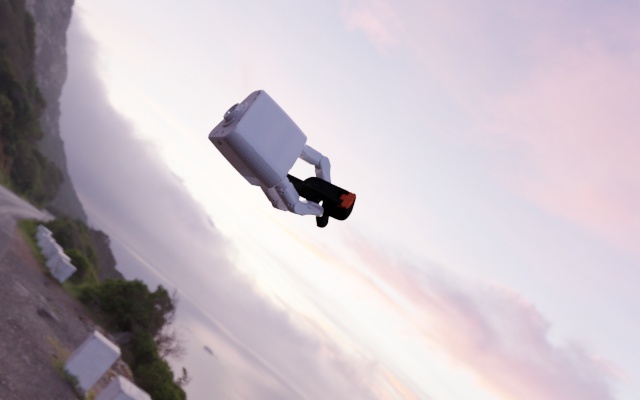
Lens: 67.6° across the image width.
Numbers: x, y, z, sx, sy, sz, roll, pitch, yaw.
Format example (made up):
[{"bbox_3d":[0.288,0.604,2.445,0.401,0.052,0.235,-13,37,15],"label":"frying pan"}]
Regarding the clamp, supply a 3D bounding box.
[{"bbox_3d":[0.001,0.002,0.802,0.165,0.036,0.210,45,-18,-29],"label":"clamp"}]
